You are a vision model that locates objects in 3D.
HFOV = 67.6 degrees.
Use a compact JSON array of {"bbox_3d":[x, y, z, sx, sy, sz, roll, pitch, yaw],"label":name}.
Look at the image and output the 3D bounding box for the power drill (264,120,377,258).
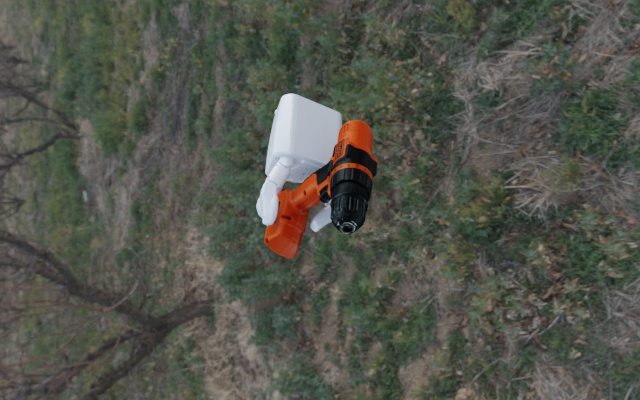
[{"bbox_3d":[0.000,0.002,0.634,0.057,0.184,0.188,34,-49,-21],"label":"power drill"}]
